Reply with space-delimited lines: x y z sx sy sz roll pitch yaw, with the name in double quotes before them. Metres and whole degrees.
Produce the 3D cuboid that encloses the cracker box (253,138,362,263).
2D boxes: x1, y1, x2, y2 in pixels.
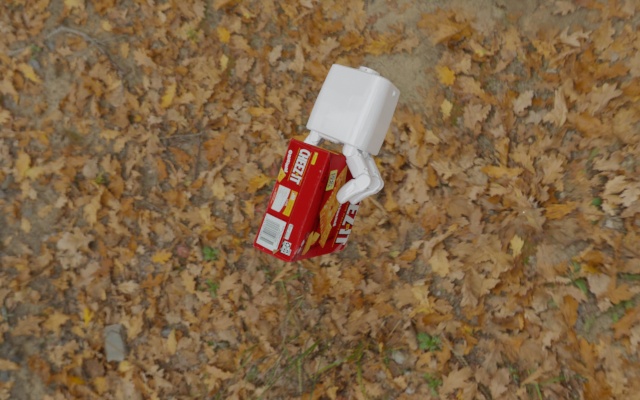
"cracker box" 0.000 0.002 0.741 0.072 0.164 0.214 23 8 22
